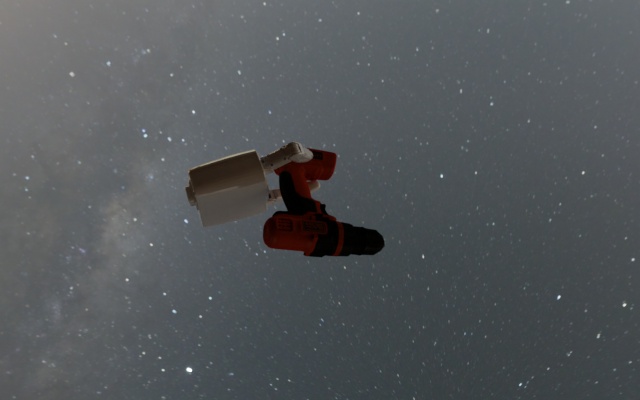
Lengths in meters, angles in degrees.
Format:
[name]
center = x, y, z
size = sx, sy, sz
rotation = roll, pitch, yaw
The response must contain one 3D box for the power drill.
[power drill]
center = 0.000, 0.002, 0.738
size = 0.184, 0.187, 0.057
rotation = 8, -44, -20
